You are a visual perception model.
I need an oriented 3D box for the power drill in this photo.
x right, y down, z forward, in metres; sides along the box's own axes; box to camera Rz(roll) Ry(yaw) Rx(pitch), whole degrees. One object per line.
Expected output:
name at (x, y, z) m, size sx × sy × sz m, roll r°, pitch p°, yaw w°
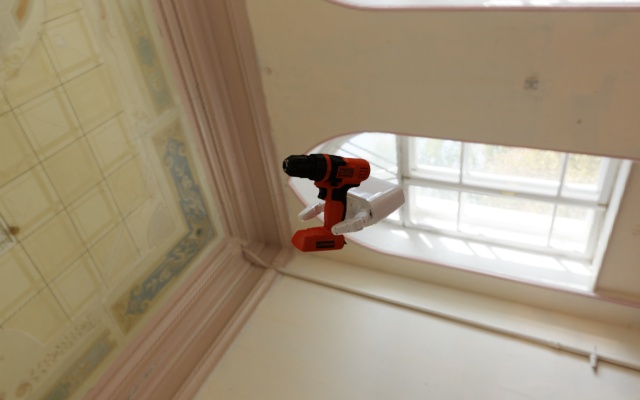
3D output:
power drill at (0.000, 0.003, 0.899) m, size 0.184 × 0.188 × 0.057 m, roll 1°, pitch 22°, yaw -31°
